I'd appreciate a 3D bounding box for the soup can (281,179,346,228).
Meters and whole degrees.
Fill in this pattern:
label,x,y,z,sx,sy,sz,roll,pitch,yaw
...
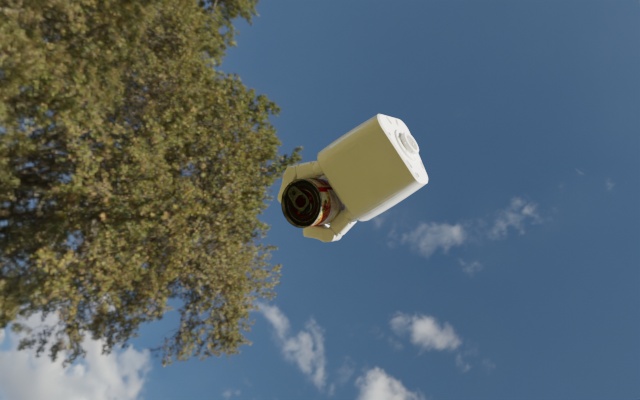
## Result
label,x,y,z,sx,sy,sz,roll,pitch,yaw
soup can,0.000,0.003,0.695,0.068,0.068,0.102,0,2,33
